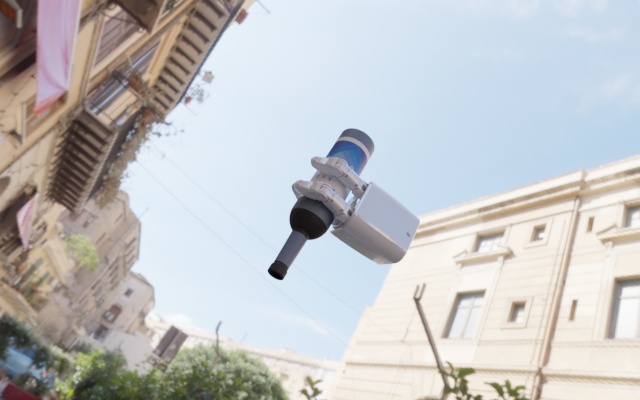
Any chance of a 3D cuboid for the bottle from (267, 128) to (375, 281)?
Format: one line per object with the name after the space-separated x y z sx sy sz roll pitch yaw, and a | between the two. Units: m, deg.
0.000 0.002 0.769 0.069 0.295 0.069 22 -34 15 | bottle
